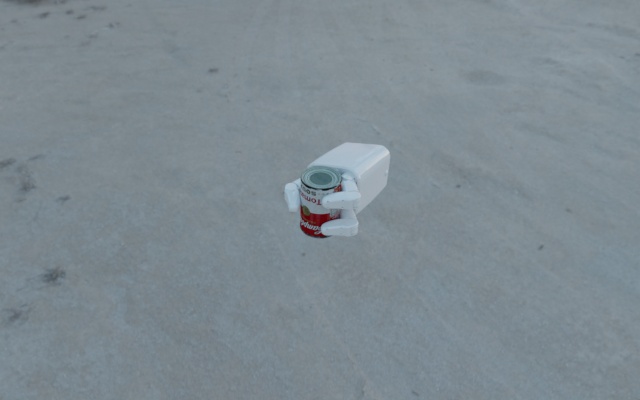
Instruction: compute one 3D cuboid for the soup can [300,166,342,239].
[{"bbox_3d":[0.000,0.003,0.784,0.068,0.102,0.068,1,37,-1],"label":"soup can"}]
